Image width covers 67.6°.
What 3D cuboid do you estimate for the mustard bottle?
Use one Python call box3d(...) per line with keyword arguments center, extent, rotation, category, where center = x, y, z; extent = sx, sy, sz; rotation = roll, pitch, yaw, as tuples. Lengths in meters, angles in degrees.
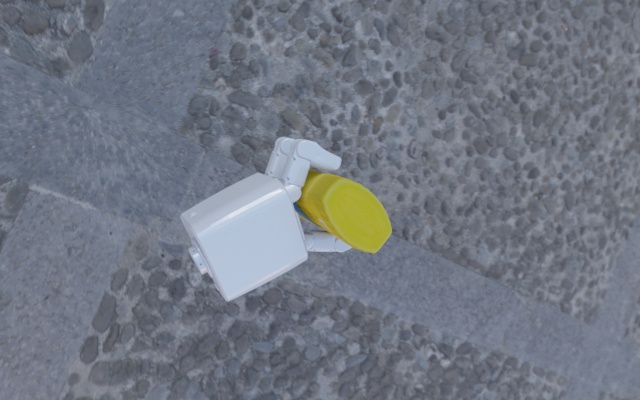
box3d(center=(0.000, 0.002, 0.574), extent=(0.096, 0.058, 0.191), rotation=(42, -10, -26), category="mustard bottle")
